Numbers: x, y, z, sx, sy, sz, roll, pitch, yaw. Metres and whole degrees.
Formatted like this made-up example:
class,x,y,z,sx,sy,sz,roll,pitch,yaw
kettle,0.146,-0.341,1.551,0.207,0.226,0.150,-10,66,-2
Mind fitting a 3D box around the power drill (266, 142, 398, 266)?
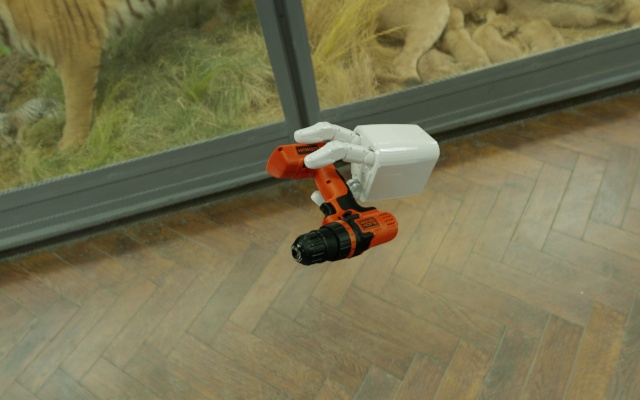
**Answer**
class,x,y,z,sx,sy,sz,roll,pitch,yaw
power drill,0.000,0.002,0.677,0.184,0.187,0.057,-10,-34,-42
